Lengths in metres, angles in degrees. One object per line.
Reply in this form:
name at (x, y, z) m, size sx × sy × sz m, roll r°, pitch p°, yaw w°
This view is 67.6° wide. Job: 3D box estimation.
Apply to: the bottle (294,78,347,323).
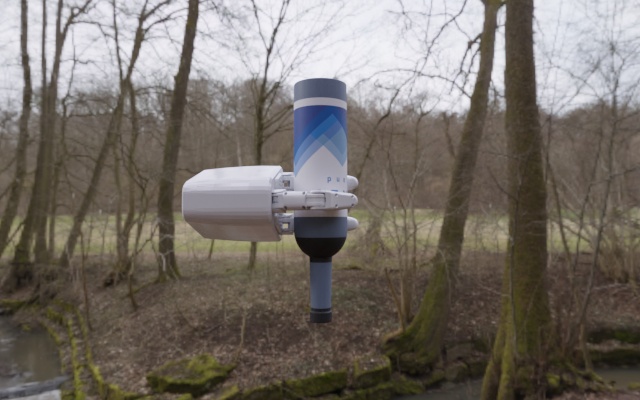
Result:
bottle at (0.000, 0.002, 0.595) m, size 0.069 × 0.295 × 0.069 m, roll 0°, pitch -3°, yaw 0°
